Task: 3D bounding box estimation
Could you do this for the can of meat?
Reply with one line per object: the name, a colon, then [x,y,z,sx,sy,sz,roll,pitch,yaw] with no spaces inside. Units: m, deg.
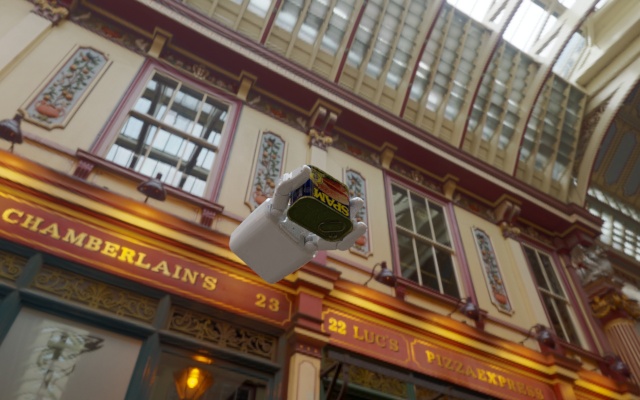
can of meat: [0.000,0.002,0.740,0.102,0.083,0.057,31,-55,-25]
